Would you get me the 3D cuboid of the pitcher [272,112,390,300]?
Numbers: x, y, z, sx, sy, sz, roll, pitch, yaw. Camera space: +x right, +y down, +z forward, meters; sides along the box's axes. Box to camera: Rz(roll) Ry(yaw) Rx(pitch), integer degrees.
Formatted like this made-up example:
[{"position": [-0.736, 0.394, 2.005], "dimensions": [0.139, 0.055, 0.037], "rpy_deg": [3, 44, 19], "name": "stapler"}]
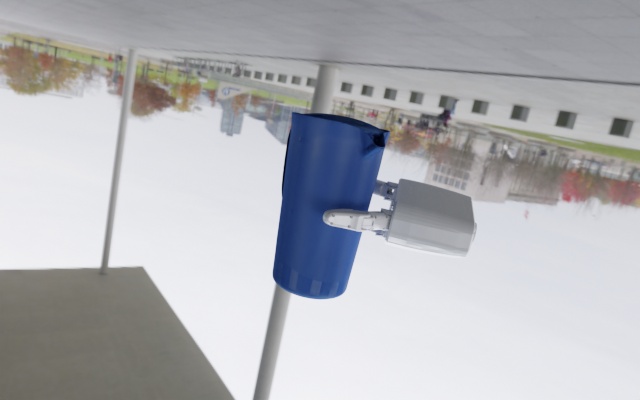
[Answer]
[{"position": [0.000, 0.002, 0.663], "dimensions": [0.145, 0.243, 0.149], "rpy_deg": [12, 11, 5], "name": "pitcher"}]
